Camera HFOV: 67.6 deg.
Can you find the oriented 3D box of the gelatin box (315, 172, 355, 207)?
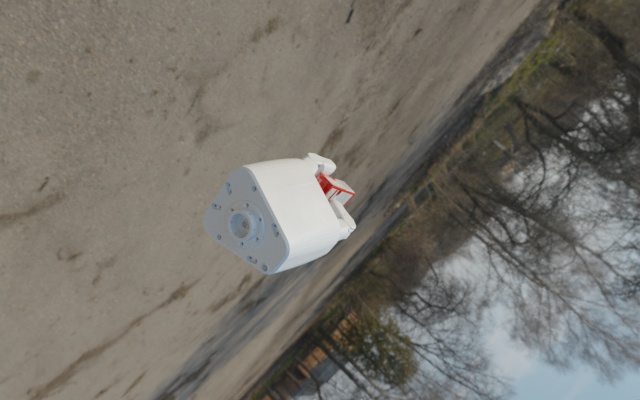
[{"bbox_3d":[0.001,0.002,0.652,0.030,0.073,0.089,48,13,21],"label":"gelatin box"}]
